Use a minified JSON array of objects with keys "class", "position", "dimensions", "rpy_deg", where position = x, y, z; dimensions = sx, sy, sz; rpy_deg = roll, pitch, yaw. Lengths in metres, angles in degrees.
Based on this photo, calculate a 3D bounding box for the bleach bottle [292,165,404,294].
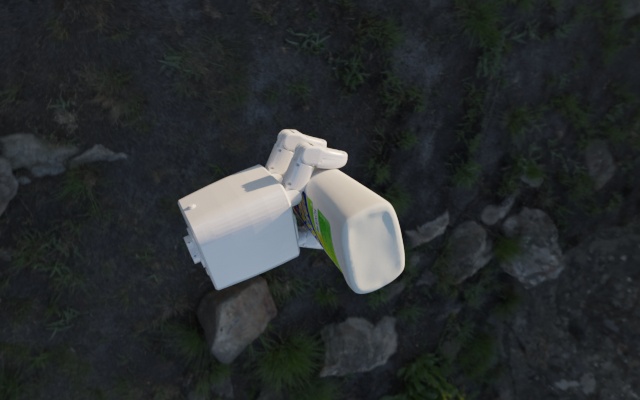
[{"class":"bleach bottle","position":[0.000,0.002,0.569],"dimensions":[0.068,0.103,0.250],"rpy_deg":[-24,31,-16]}]
